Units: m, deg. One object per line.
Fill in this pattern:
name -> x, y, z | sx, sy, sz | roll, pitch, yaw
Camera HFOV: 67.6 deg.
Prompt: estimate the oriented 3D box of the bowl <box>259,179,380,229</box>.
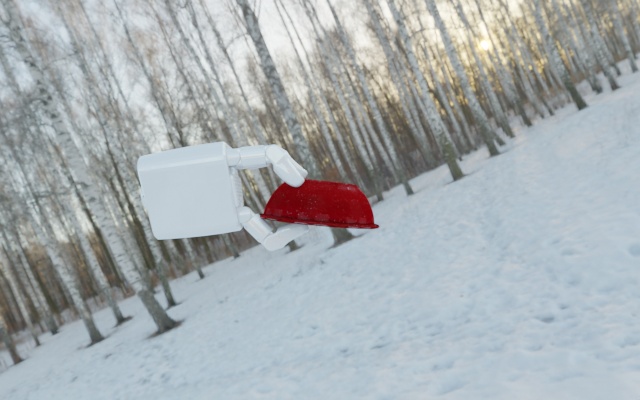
bowl -> 0.001, 0.002, 0.632 | 0.162, 0.055, 0.162 | 6, 1, 0
